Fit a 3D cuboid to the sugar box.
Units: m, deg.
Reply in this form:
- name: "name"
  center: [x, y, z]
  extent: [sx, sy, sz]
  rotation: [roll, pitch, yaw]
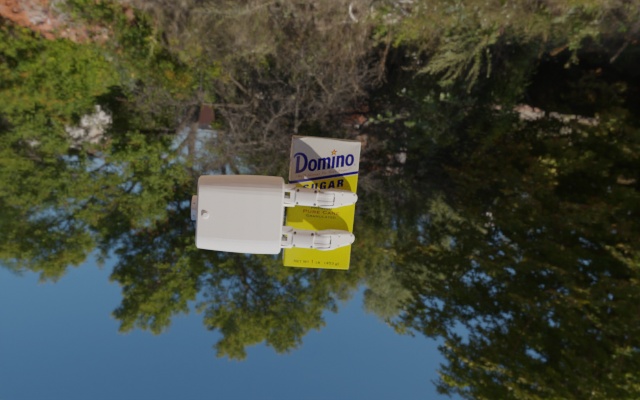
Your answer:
- name: "sugar box"
  center: [0.000, 0.002, 0.654]
  extent: [0.093, 0.176, 0.048]
  rotation: [3, 9, -7]
